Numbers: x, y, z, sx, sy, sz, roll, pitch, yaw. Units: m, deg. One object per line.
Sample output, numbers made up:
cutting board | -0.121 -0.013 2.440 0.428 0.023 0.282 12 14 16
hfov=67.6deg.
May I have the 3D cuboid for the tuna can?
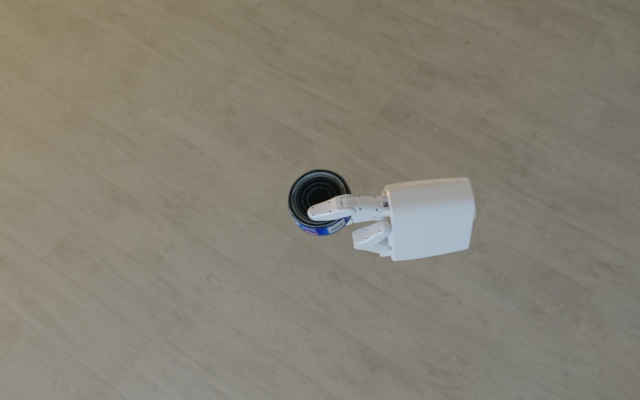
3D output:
tuna can | 0.000 0.002 0.635 0.086 0.086 0.034 0 -22 9
